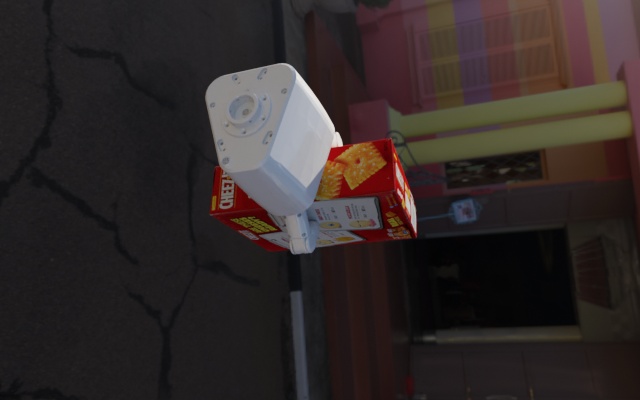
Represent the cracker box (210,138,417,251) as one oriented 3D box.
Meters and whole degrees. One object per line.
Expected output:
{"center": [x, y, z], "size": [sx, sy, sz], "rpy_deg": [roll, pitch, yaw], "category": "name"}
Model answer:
{"center": [0.000, 0.002, 0.589], "size": [0.214, 0.072, 0.164], "rpy_deg": [-7, -23, 18], "category": "cracker box"}
